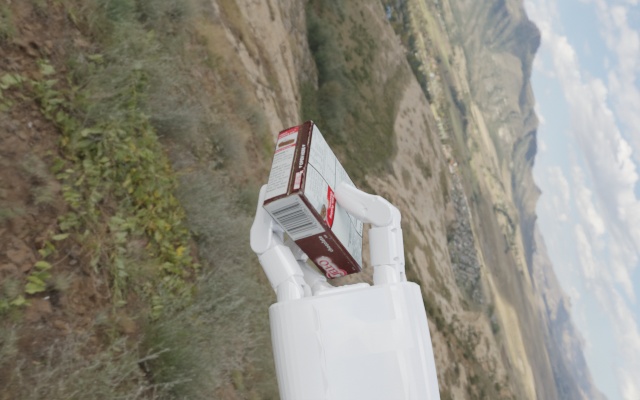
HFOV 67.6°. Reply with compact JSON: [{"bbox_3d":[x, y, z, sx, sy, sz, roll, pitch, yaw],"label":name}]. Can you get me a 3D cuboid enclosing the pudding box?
[{"bbox_3d":[0.000,0.001,0.419,0.039,0.090,0.114,-16,-47,22],"label":"pudding box"}]
